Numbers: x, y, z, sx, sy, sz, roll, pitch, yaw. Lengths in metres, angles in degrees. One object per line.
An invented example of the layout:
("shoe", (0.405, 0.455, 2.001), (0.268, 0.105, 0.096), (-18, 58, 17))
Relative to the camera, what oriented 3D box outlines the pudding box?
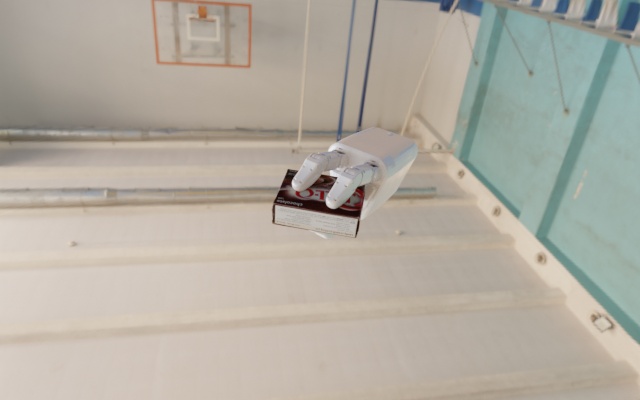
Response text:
("pudding box", (0.000, 0.002, 0.632), (0.113, 0.039, 0.090), (8, 33, 5))
